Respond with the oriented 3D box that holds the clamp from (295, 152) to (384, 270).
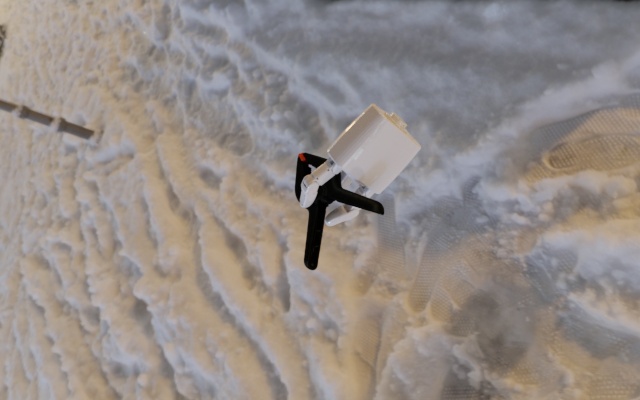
[{"bbox_3d":[0.000,0.002,0.810,0.036,0.164,0.209,26,24,-47],"label":"clamp"}]
